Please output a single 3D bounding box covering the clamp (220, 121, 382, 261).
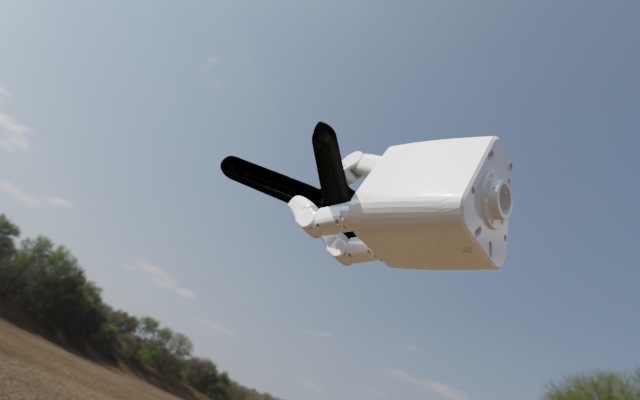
[{"bbox_3d":[0.001,0.001,0.521,0.164,0.036,0.210,-4,-38,42],"label":"clamp"}]
